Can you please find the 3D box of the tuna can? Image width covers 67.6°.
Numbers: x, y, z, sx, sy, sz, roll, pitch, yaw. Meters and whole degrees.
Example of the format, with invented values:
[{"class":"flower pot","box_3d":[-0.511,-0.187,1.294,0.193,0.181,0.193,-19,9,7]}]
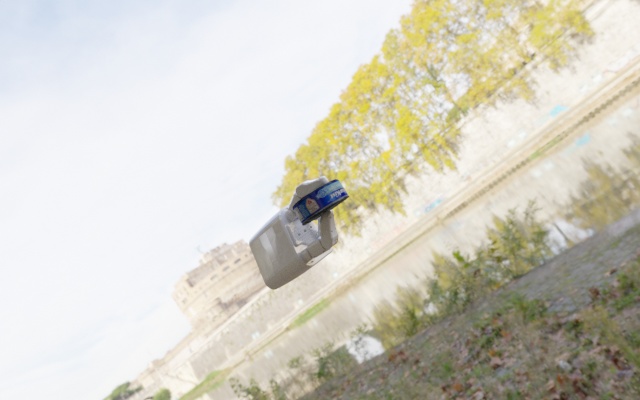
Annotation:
[{"class":"tuna can","box_3d":[0.000,0.002,0.736,0.086,0.034,0.086,-32,-5,-3]}]
